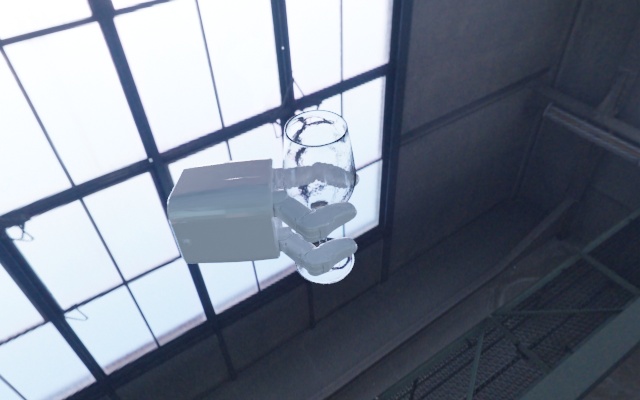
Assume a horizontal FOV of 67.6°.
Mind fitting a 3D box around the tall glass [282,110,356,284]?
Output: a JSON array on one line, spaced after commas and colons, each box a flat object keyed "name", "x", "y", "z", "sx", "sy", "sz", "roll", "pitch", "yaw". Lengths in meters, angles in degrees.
[{"name": "tall glass", "x": 0.000, "y": 0.002, "z": 0.527, "sx": 0.079, "sy": 0.201, "sz": 0.079, "roll": -2, "pitch": 43, "yaw": 2}]
